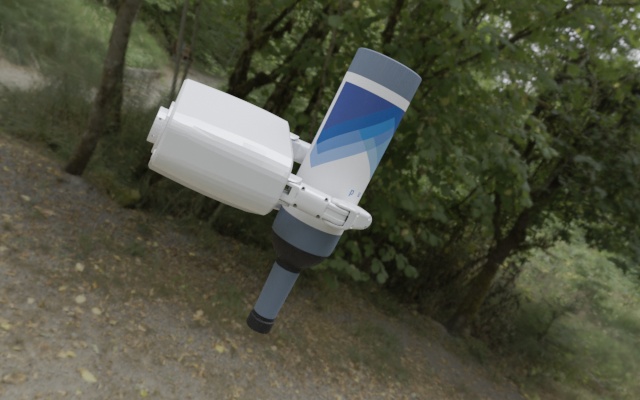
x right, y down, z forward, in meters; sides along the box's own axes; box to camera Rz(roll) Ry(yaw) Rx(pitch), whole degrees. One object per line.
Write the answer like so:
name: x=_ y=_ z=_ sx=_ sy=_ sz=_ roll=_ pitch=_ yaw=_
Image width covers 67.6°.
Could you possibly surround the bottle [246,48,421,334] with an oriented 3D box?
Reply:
bottle: x=0.000 y=0.001 z=0.473 sx=0.069 sy=0.296 sz=0.069 roll=26 pitch=10 yaw=-5
